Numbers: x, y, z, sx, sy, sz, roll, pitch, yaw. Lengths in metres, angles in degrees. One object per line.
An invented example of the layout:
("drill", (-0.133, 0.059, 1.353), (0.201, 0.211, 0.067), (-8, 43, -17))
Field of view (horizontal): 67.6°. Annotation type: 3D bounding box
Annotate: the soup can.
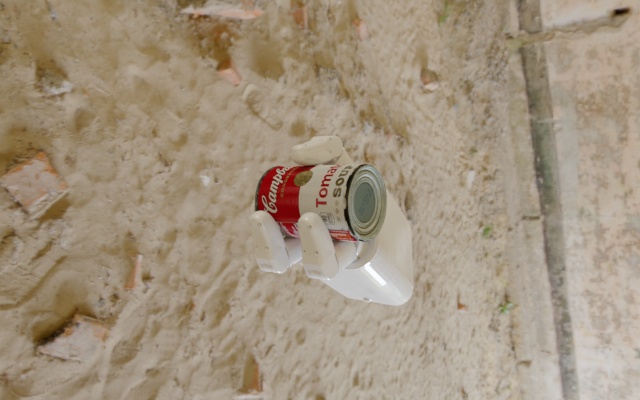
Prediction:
("soup can", (0.000, 0.001, 0.433), (0.102, 0.068, 0.068), (1, 1, 36))
